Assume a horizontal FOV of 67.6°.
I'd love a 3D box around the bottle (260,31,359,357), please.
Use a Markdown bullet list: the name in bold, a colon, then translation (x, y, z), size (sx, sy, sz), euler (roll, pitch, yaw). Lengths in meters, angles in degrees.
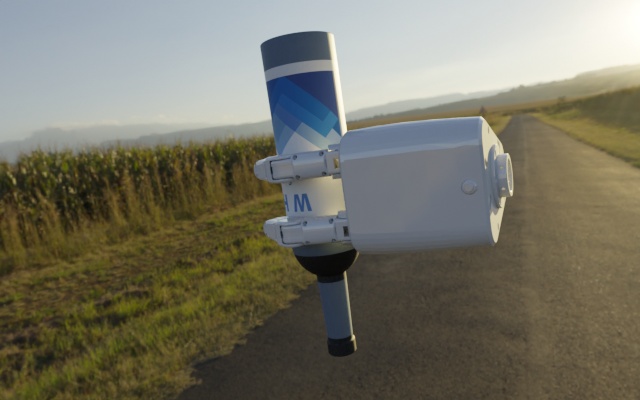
- **bottle**: translation (0.000, 0.001, 0.445), size (0.069, 0.296, 0.069), euler (-8, 7, 1)
